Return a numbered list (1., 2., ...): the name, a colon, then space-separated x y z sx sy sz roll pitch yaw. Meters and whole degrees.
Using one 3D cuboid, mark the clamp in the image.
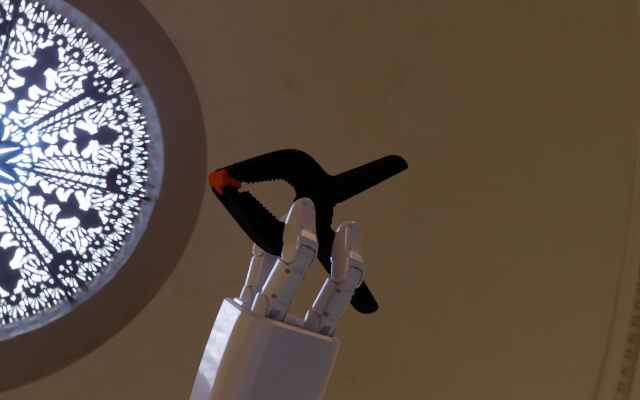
1. clamp: -0.001 0.001 0.441 0.210 0.164 0.036 27 -16 -34
